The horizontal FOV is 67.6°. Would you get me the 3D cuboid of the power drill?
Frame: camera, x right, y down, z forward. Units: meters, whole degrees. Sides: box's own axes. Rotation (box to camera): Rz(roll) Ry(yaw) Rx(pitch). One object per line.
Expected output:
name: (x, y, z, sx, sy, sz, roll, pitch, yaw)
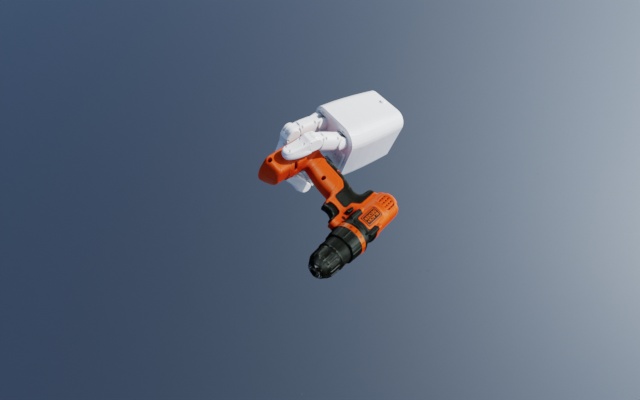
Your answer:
power drill: (0.000, 0.002, 0.686, 0.184, 0.187, 0.057, -38, -10, -39)
